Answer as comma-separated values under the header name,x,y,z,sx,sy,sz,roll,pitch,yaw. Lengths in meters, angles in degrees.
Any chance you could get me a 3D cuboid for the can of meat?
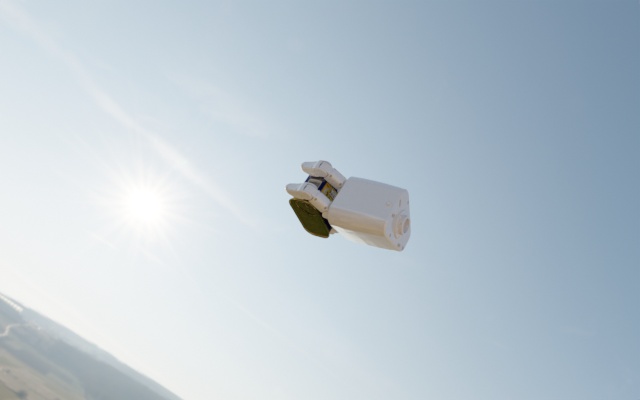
name,x,y,z,sx,sy,sz,roll,pitch,yaw
can of meat,0.000,0.003,0.854,0.057,0.084,0.102,11,-35,36
